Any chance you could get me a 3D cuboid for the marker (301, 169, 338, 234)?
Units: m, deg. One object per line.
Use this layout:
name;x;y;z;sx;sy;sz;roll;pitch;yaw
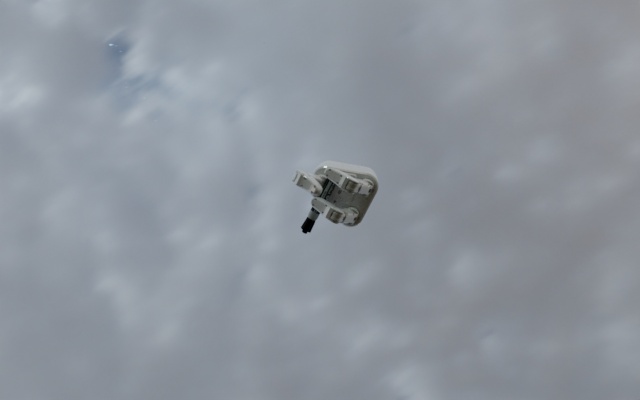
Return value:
marker;0.000;0.003;0.793;0.020;0.121;0.020;26;14;-7
